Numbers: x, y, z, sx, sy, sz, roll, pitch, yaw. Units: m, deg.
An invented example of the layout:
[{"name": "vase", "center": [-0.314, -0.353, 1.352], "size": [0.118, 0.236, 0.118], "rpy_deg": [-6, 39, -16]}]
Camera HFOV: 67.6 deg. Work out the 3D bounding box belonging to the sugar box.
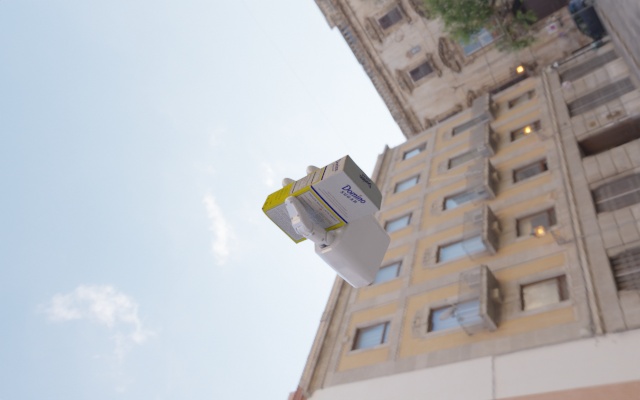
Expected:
[{"name": "sugar box", "center": [0.000, 0.002, 0.752], "size": [0.176, 0.048, 0.093], "rpy_deg": [-25, -58, 33]}]
